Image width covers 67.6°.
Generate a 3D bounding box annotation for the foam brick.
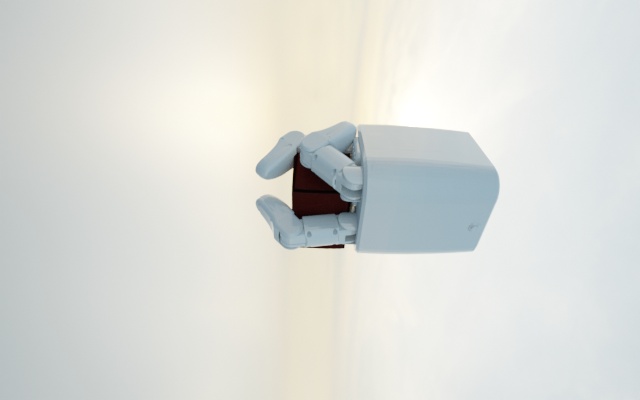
[{"bbox_3d":[0.000,0.002,0.441,0.051,0.053,0.078,2,-43,-1],"label":"foam brick"}]
